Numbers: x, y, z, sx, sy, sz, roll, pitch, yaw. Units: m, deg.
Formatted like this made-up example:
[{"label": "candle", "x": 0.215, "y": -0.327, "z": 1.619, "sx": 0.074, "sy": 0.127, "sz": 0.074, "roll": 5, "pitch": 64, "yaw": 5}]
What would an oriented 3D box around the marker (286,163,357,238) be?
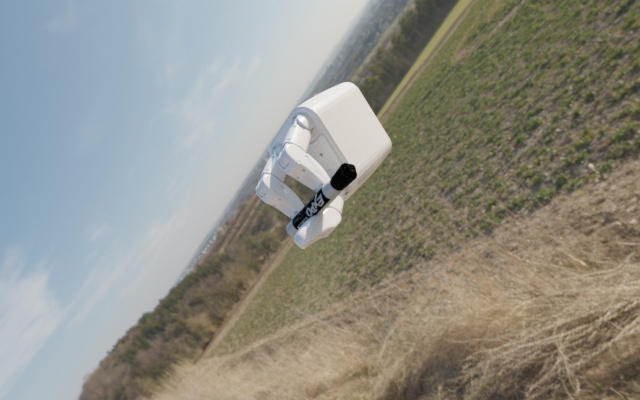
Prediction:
[{"label": "marker", "x": 0.000, "y": 0.002, "z": 0.478, "sx": 0.020, "sy": 0.020, "sz": 0.121, "roll": 0, "pitch": -32, "yaw": -35}]
